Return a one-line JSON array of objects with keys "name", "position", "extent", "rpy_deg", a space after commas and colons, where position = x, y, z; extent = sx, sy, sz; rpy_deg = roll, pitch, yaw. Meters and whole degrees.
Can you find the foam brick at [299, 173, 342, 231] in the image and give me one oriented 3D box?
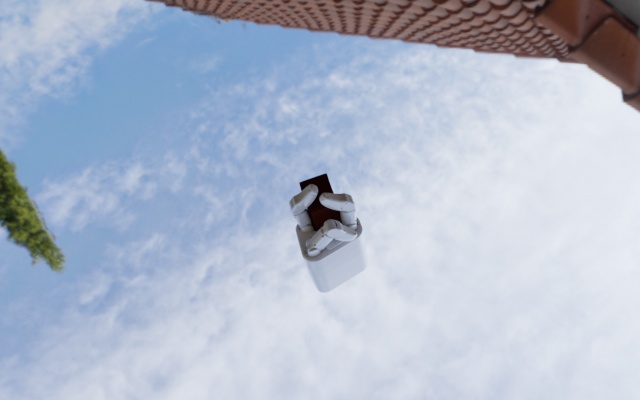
[{"name": "foam brick", "position": [0.000, 0.002, 0.815], "extent": [0.053, 0.078, 0.051], "rpy_deg": [-17, -44, -1]}]
